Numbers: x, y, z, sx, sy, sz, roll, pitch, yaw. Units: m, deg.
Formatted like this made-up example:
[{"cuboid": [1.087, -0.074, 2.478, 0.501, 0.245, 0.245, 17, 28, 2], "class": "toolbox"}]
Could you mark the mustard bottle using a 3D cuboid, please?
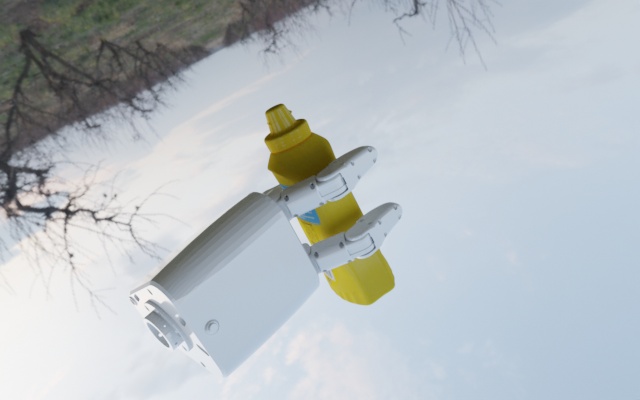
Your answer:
[{"cuboid": [0.000, 0.001, 0.438, 0.058, 0.192, 0.096, -32, 22, -11], "class": "mustard bottle"}]
